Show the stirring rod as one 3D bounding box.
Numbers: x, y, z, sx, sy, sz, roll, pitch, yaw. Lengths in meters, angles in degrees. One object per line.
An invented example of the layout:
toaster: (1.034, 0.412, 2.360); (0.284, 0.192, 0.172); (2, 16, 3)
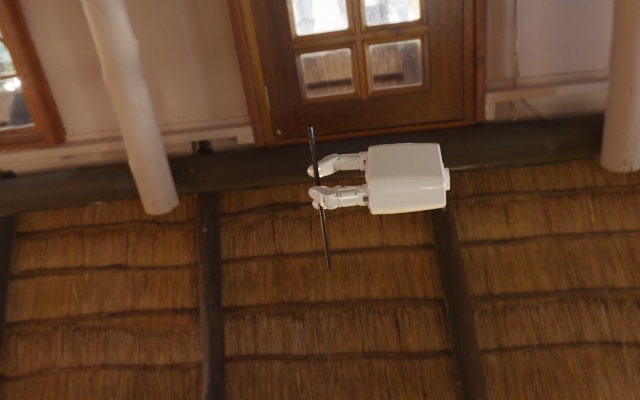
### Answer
stirring rod: (0.000, 0.002, 0.731); (0.011, 0.240, 0.011); (-7, 24, 3)
